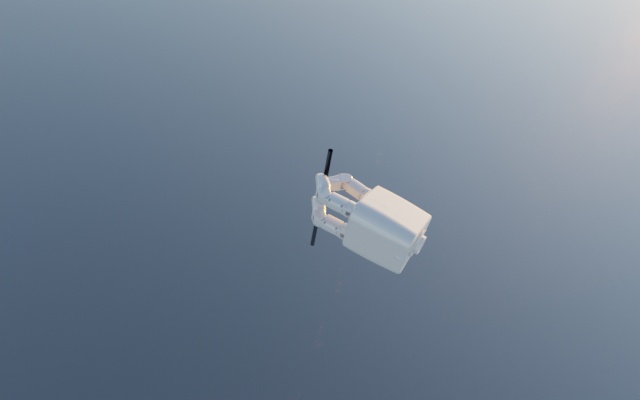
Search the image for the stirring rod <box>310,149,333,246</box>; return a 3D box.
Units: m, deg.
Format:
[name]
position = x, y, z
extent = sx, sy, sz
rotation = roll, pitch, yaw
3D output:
[stirring rod]
position = 0.000, 0.003, 0.843
extent = 0.011, 0.011, 0.240
rotation = 0, -43, -10
